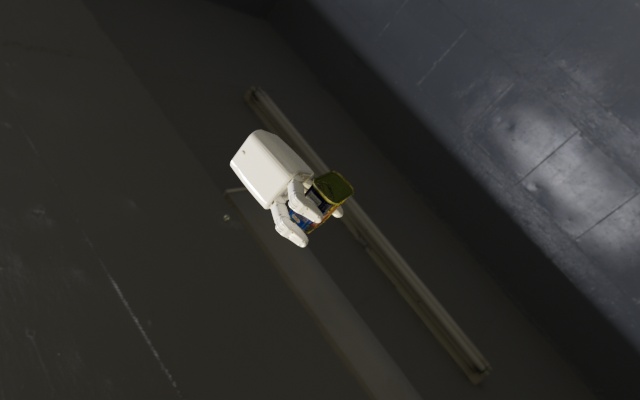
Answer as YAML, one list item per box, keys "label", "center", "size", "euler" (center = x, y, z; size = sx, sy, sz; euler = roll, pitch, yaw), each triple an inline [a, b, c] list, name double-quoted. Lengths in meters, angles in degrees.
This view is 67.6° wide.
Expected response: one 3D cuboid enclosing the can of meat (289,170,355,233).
- label: "can of meat"
  center: [0.000, 0.003, 0.826]
  size: [0.084, 0.057, 0.102]
  euler: [-48, -8, 28]
